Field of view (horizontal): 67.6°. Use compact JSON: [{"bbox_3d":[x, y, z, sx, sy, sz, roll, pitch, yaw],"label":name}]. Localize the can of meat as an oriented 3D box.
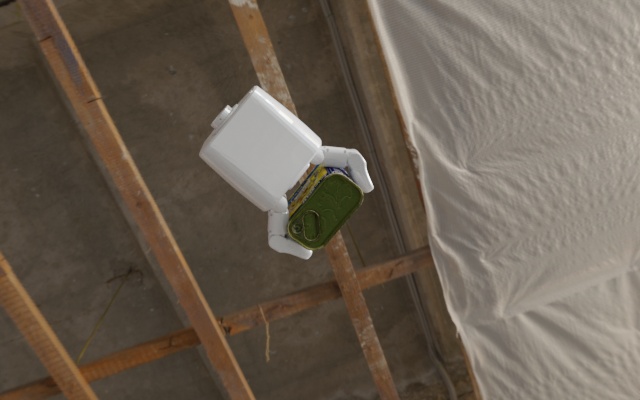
[{"bbox_3d":[0.000,0.002,0.617,0.057,0.102,0.084,36,11,-18],"label":"can of meat"}]
